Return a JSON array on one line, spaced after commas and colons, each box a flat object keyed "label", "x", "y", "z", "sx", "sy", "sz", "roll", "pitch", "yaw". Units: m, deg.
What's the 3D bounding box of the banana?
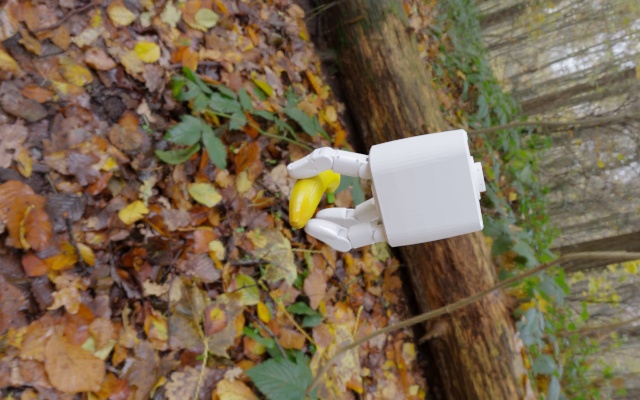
[{"label": "banana", "x": -0.002, "y": -0.017, "z": 0.614, "sx": 0.037, "sy": 0.069, "sz": 0.198, "roll": -6, "pitch": 7, "yaw": 16}]
